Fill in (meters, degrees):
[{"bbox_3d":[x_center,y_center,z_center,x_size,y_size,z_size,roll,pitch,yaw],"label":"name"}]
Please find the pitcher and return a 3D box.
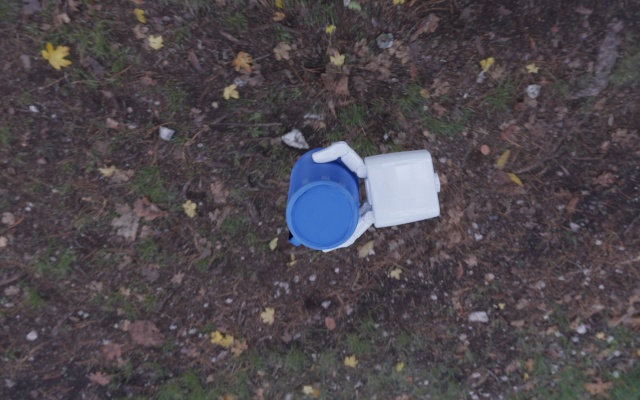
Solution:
[{"bbox_3d":[0.000,0.003,0.809,0.145,0.149,0.242,-10,14,4],"label":"pitcher"}]
